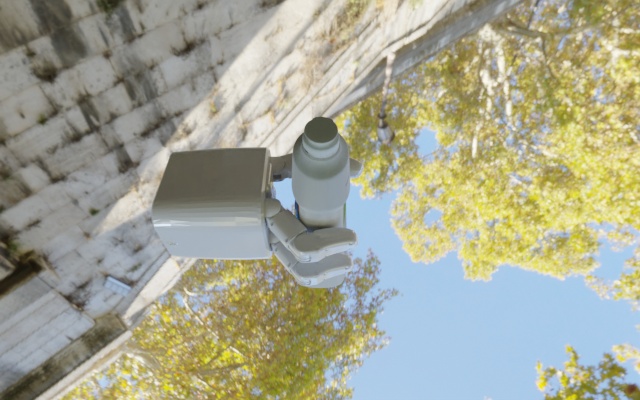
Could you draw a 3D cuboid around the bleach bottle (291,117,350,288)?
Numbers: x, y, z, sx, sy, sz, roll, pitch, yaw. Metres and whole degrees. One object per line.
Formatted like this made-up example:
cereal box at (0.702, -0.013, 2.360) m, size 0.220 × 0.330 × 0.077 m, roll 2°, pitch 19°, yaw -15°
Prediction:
bleach bottle at (0.000, 0.002, 0.499) m, size 0.068 × 0.102 × 0.251 m, roll -1°, pitch -32°, yaw -1°
